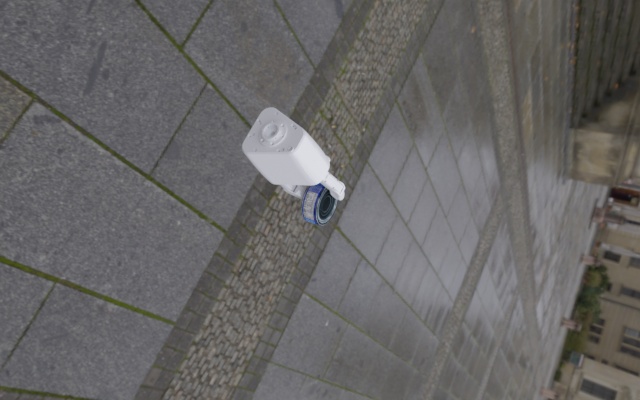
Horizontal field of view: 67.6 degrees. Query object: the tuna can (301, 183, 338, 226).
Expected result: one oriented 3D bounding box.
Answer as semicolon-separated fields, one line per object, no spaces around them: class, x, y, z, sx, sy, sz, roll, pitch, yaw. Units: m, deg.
tuna can;0.001;0.003;0.895;0.033;0.086;0.086;18;8;26
